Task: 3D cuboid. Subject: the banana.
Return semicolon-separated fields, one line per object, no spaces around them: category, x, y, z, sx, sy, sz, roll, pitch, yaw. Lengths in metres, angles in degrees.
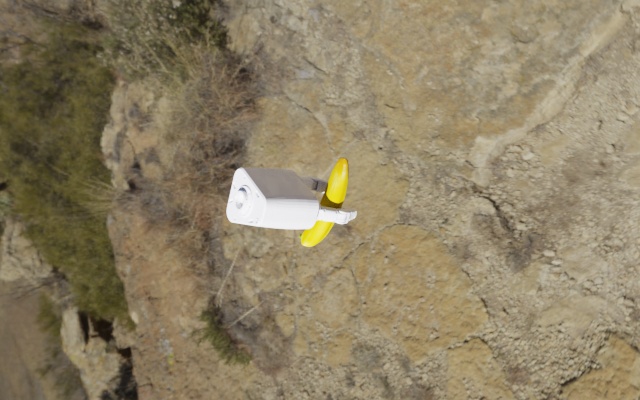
banana;0.005;0.018;0.842;0.037;0.198;0.069;8;38;-32
